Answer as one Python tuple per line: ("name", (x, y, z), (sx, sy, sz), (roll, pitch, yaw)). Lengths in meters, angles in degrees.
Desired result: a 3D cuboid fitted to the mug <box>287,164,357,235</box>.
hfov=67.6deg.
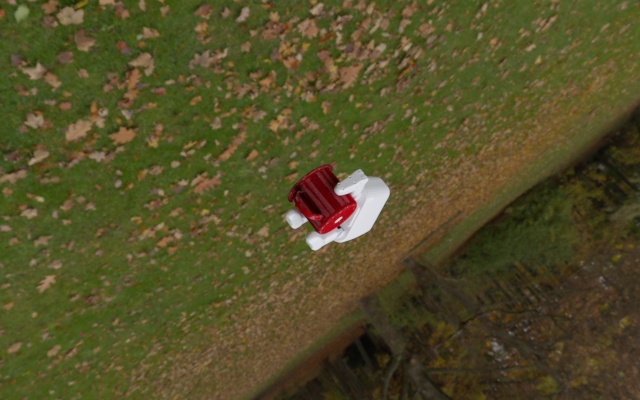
("mug", (0.000, 0.003, 0.774), (0.093, 0.081, 0.117), (-47, -18, 27))
